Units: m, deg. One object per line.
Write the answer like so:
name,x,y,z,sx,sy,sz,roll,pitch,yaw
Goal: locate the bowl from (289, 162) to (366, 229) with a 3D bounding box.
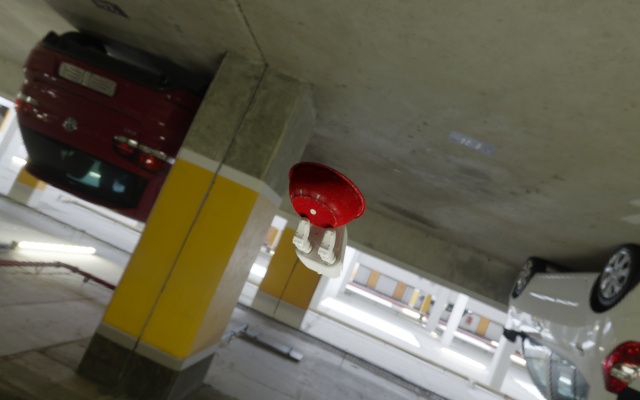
bowl,0.000,0.002,0.887,0.162,0.055,0.162,23,-31,14
